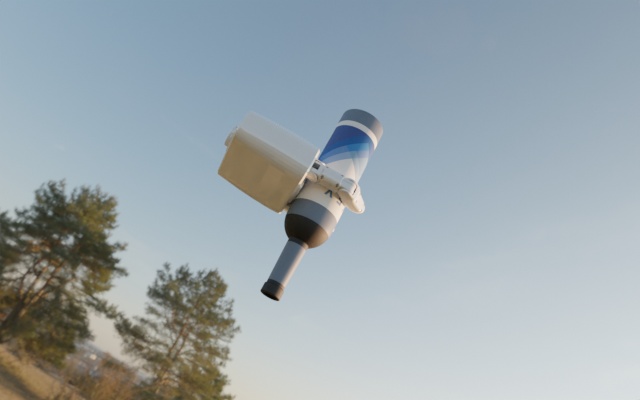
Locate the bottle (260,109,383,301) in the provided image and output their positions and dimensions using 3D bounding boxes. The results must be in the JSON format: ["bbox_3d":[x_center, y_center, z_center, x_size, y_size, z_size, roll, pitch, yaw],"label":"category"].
[{"bbox_3d":[0.000,0.002,0.657,0.069,0.295,0.069,23,-26,12],"label":"bottle"}]
